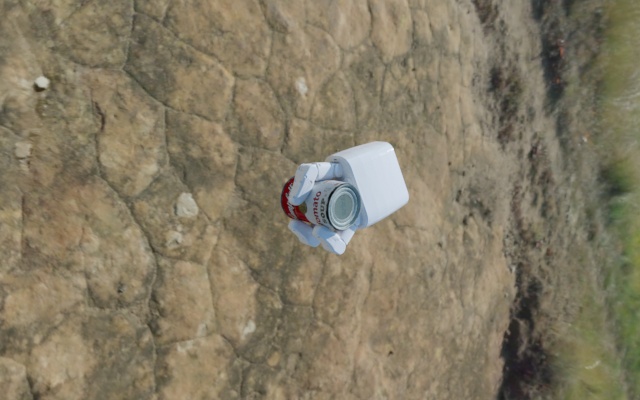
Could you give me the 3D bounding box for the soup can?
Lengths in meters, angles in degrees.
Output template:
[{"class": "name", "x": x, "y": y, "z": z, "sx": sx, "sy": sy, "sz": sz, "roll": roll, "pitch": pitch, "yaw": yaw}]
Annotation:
[{"class": "soup can", "x": 0.000, "y": 0.002, "z": 0.685, "sx": 0.068, "sy": 0.068, "sz": 0.102, "roll": 0, "pitch": 8, "yaw": -43}]
